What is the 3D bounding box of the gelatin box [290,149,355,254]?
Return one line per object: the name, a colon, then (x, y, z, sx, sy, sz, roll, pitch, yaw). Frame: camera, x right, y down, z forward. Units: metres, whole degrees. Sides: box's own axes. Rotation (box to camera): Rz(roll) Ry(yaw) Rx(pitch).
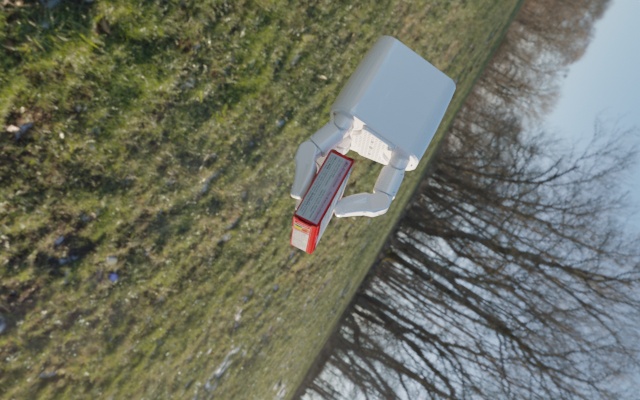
gelatin box: (0.000, 0.002, 0.498, 0.030, 0.089, 0.073, 25, -27, 6)
